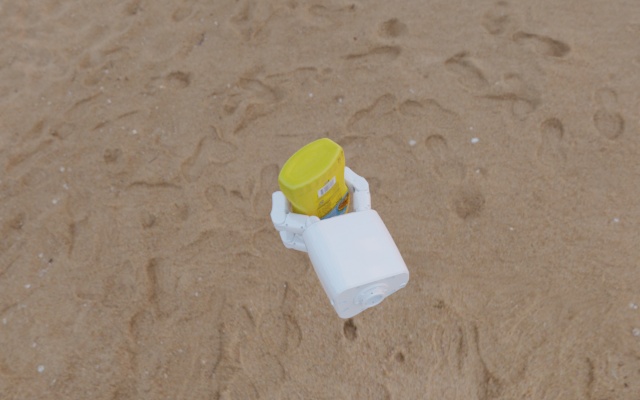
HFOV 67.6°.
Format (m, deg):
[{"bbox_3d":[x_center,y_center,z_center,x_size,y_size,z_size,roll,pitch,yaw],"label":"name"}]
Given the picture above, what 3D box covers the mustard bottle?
[{"bbox_3d":[0.000,0.002,0.701,0.058,0.096,0.192,36,-22,29],"label":"mustard bottle"}]
